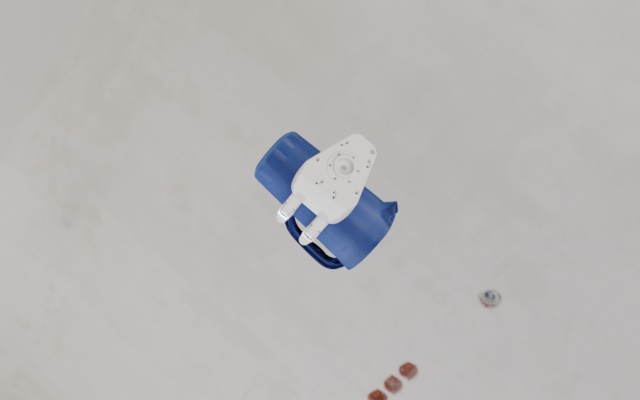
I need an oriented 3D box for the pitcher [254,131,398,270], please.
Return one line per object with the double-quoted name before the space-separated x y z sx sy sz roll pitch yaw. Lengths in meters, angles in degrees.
"pitcher" 0.000 0.003 0.836 0.243 0.149 0.145 41 -14 0
